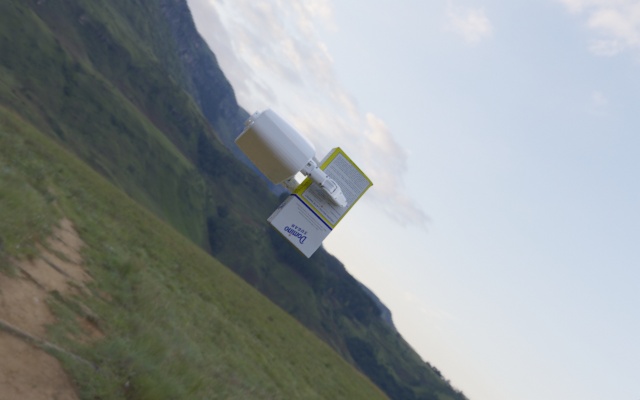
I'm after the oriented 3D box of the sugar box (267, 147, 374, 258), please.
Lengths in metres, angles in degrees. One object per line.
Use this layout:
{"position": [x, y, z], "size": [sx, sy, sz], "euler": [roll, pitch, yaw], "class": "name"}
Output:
{"position": [0.000, 0.002, 0.821], "size": [0.093, 0.176, 0.048], "euler": [45, -8, -13], "class": "sugar box"}
